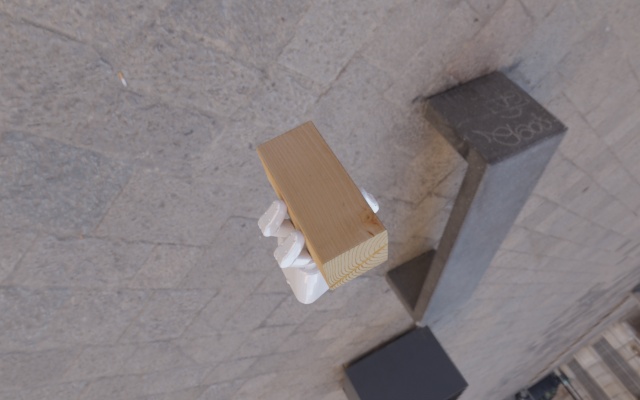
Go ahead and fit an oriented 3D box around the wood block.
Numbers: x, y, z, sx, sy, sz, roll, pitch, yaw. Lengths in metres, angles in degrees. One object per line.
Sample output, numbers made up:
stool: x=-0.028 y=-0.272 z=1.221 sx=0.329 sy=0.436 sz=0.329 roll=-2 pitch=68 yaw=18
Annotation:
wood block: x=0.000 y=0.002 z=0.653 sx=0.091 sy=0.206 sz=0.090 roll=-27 pitch=-31 yaw=-8
